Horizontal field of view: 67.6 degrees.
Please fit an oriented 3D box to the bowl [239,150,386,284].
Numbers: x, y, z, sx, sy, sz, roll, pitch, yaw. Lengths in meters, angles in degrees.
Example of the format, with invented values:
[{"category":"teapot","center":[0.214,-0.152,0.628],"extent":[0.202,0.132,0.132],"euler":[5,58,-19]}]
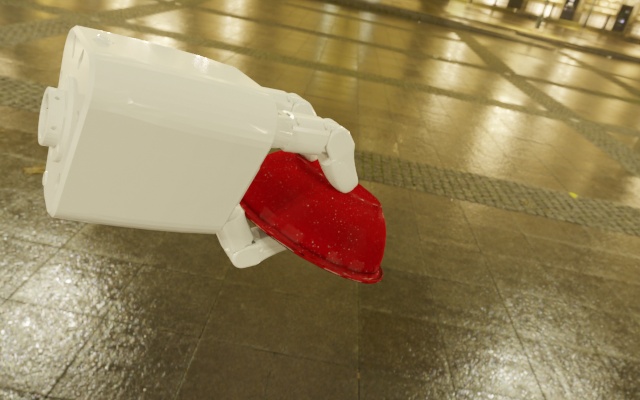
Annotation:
[{"category":"bowl","center":[0.001,0.001,0.416],"extent":[0.162,0.055,0.162],"euler":[32,11,-7]}]
